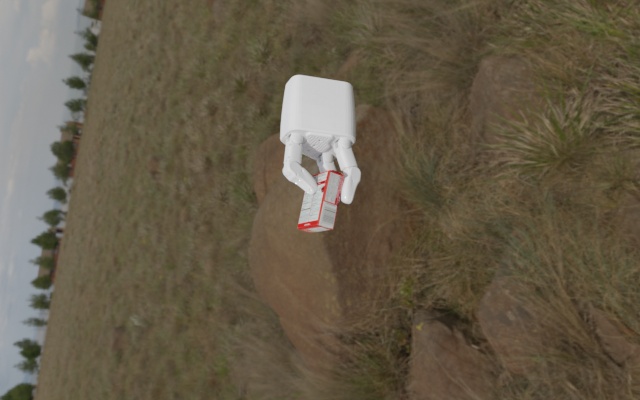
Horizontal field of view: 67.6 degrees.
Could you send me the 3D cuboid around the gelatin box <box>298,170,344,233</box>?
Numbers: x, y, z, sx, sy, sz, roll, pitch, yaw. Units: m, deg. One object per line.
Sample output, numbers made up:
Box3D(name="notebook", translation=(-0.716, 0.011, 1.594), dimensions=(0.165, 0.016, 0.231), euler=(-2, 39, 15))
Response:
Box3D(name="gelatin box", translation=(0.000, 0.003, 0.734), dimensions=(0.030, 0.089, 0.073), euler=(18, -15, -25))
